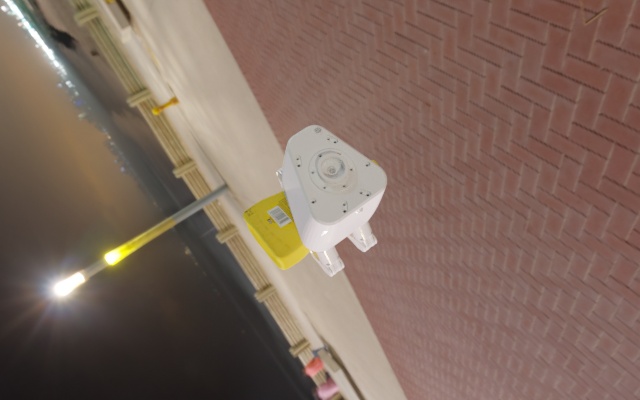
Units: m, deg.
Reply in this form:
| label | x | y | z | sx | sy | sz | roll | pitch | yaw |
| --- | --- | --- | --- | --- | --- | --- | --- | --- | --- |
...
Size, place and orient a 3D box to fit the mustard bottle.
| label | x | y | z | sx | sy | sz | roll | pitch | yaw |
| --- | --- | --- | --- | --- | --- | --- | --- | --- | --- |
| mustard bottle | 0.000 | 0.002 | 0.633 | 0.191 | 0.058 | 0.096 | -34 | 53 | -15 |
